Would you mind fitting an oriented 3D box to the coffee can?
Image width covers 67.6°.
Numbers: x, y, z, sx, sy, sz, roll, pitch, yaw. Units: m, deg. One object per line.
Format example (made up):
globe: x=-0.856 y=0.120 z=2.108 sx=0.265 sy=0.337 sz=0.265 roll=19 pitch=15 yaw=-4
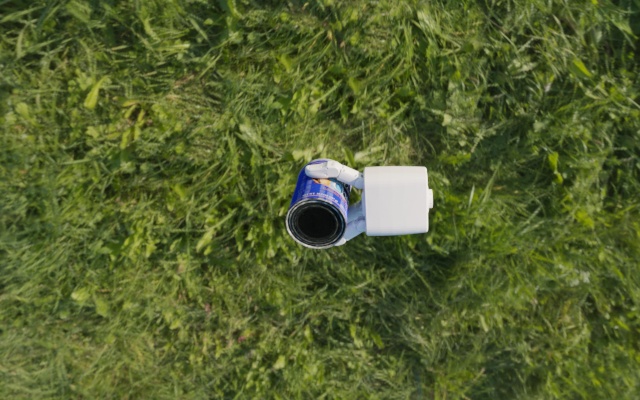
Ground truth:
coffee can: x=0.000 y=0.003 z=0.846 sx=0.103 sy=0.103 sz=0.140 roll=0 pitch=32 yaw=8
